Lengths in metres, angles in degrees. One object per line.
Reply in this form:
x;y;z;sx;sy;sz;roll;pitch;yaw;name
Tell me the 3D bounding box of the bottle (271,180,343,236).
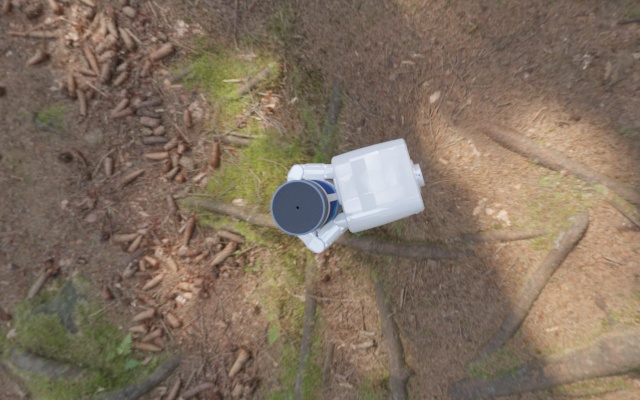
0.000;0.002;0.705;0.069;0.069;0.295;0;2;11;bottle
